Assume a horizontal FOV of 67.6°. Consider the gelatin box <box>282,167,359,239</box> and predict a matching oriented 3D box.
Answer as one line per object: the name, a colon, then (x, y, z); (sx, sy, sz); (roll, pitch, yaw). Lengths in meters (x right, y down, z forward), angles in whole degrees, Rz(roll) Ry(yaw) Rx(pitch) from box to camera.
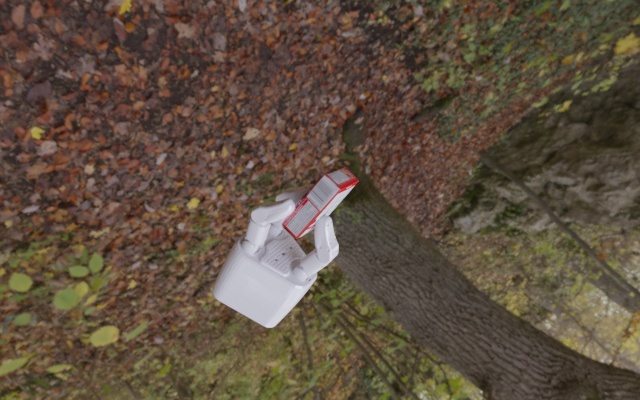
gelatin box: (0.001, 0.002, 0.591); (0.089, 0.030, 0.073); (-49, -9, 23)
